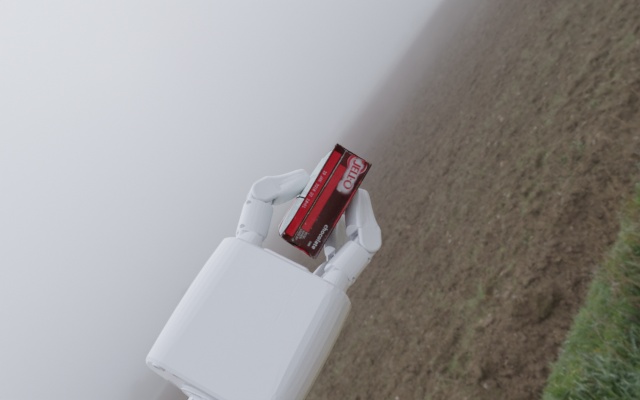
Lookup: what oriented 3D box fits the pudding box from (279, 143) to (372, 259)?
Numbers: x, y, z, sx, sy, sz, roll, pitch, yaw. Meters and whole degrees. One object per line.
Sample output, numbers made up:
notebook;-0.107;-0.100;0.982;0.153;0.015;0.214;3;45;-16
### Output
pudding box;0.000;0.001;0.430;0.039;0.090;0.113;32;-4;-6
